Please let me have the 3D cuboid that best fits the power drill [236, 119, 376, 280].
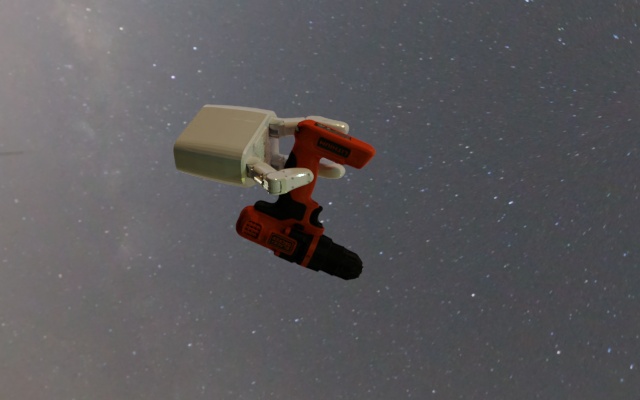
[{"bbox_3d":[0.000,0.002,0.632,0.184,0.188,0.057,23,15,-5],"label":"power drill"}]
